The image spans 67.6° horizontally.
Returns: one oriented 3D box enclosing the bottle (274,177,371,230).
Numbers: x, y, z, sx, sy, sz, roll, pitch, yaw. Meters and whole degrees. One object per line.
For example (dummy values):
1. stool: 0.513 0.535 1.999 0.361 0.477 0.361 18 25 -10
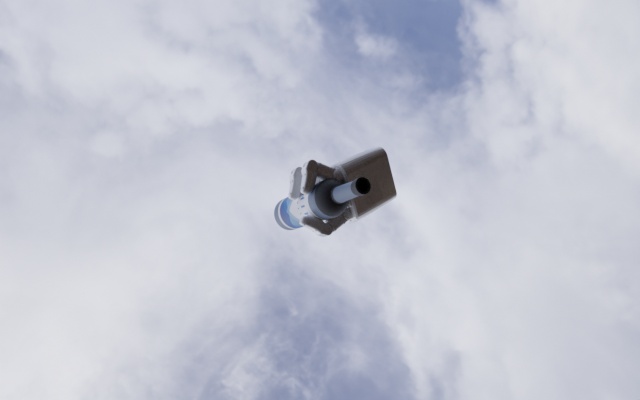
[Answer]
1. bottle: 0.000 0.003 0.846 0.069 0.069 0.296 0 -10 -26
